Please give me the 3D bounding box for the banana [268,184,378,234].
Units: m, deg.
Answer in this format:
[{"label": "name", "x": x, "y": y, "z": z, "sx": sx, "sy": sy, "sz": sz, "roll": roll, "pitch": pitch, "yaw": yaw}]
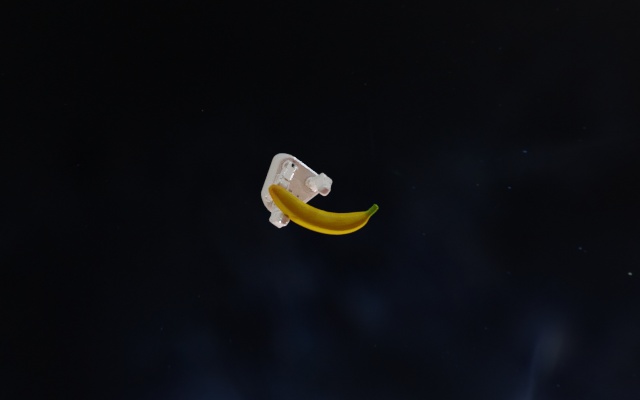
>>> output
[{"label": "banana", "x": -0.001, "y": 0.021, "z": 0.835, "sx": 0.198, "sy": 0.069, "sz": 0.037, "roll": 10, "pitch": 8, "yaw": -15}]
